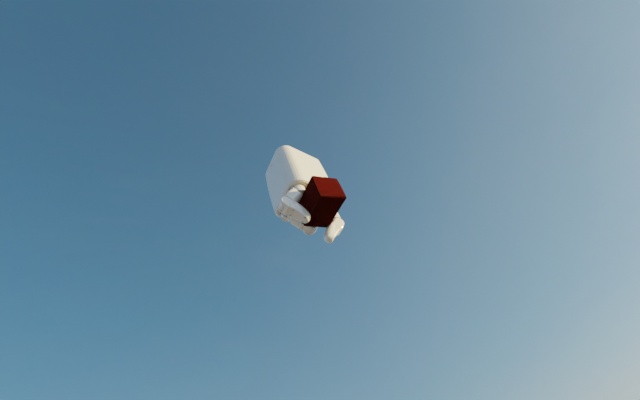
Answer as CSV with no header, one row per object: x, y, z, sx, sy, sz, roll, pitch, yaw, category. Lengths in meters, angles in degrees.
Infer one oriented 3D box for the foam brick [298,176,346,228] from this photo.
0.000,0.003,0.833,0.053,0.051,0.078,6,-47,-29,foam brick
